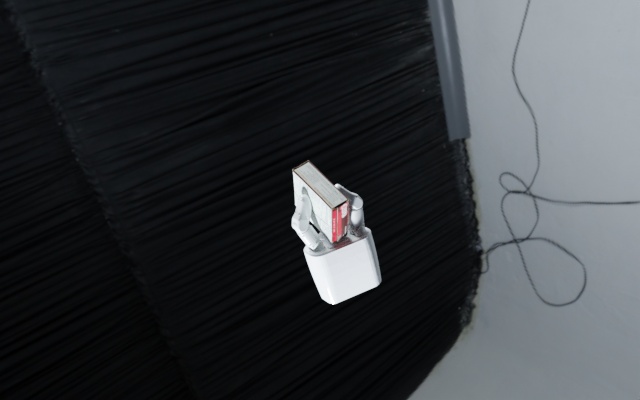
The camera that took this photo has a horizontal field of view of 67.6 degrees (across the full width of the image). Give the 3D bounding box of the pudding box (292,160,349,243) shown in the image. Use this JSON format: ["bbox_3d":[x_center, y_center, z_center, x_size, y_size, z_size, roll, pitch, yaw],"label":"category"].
[{"bbox_3d":[0.000,0.003,0.786,0.039,0.090,0.113,-30,55,-24],"label":"pudding box"}]
